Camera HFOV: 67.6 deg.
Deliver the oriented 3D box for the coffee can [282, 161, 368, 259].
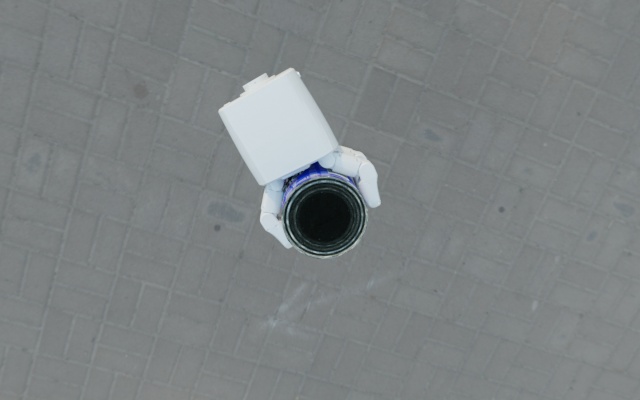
[{"bbox_3d":[0.000,0.002,0.624,0.103,0.103,0.140,0,16,-5],"label":"coffee can"}]
